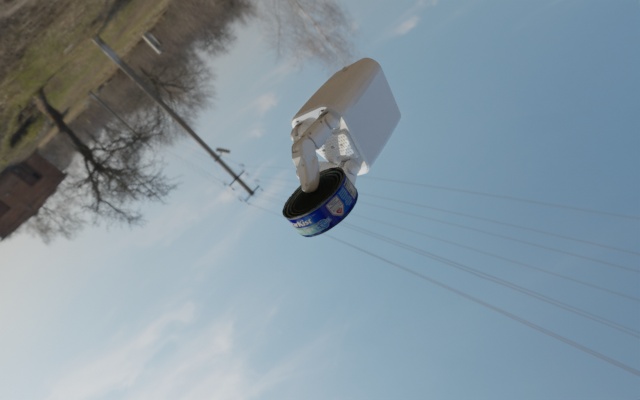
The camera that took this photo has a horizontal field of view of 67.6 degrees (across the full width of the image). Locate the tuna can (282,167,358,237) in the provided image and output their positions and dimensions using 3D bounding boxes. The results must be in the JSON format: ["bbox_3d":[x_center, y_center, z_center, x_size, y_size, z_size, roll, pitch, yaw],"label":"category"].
[{"bbox_3d":[0.000,0.002,0.548,0.086,0.034,0.086,-32,23,15],"label":"tuna can"}]
